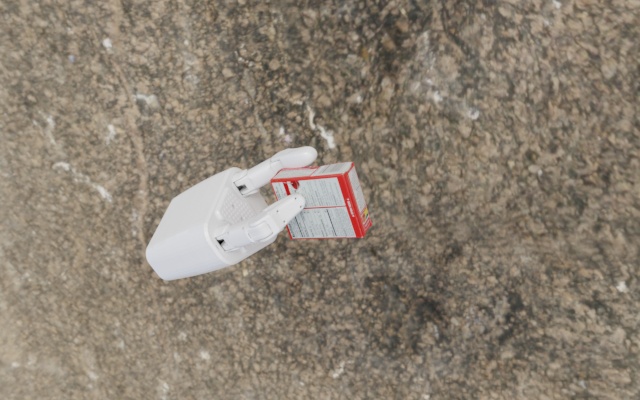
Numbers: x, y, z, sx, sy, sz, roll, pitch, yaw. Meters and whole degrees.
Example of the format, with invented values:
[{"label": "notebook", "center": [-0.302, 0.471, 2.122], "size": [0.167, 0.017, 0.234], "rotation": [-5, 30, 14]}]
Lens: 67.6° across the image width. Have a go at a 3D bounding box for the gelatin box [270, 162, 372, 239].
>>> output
[{"label": "gelatin box", "center": [0.000, 0.002, 0.487], "size": [0.089, 0.073, 0.030], "rotation": [-3, 29, 30]}]
